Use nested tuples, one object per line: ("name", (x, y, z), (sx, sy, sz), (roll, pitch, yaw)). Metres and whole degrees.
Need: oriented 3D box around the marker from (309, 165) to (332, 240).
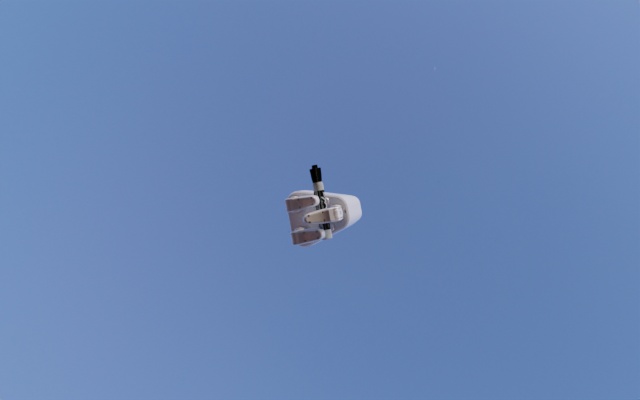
("marker", (0.000, 0.003, 0.769), (0.020, 0.121, 0.020), (-10, 0, 0))
